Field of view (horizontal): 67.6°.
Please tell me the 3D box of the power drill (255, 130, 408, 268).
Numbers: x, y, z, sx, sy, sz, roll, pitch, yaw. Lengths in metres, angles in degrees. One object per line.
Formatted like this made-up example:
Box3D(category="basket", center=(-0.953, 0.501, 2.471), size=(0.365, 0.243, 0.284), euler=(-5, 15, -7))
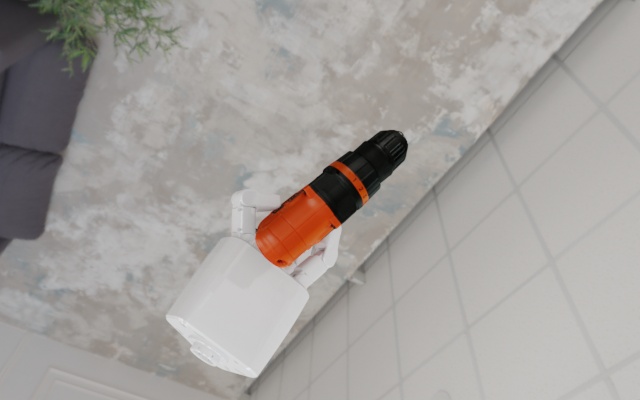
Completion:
Box3D(category="power drill", center=(0.000, 0.002, 0.529), size=(0.184, 0.057, 0.188), euler=(-39, 0, -15))
